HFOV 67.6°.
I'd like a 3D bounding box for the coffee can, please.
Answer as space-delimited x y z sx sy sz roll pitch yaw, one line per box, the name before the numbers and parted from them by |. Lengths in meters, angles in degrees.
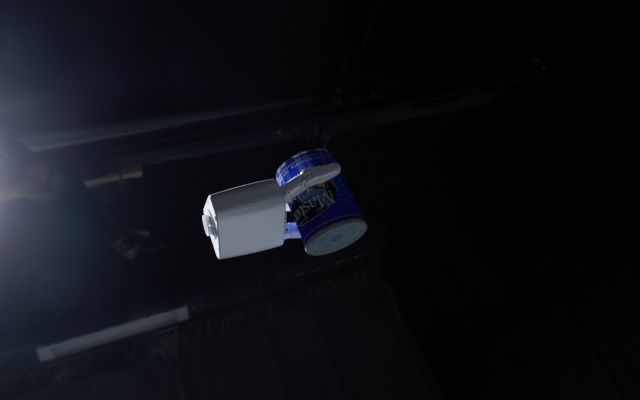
coffee can | 0.000 0.003 0.767 0.103 0.140 0.103 -20 -25 -10
